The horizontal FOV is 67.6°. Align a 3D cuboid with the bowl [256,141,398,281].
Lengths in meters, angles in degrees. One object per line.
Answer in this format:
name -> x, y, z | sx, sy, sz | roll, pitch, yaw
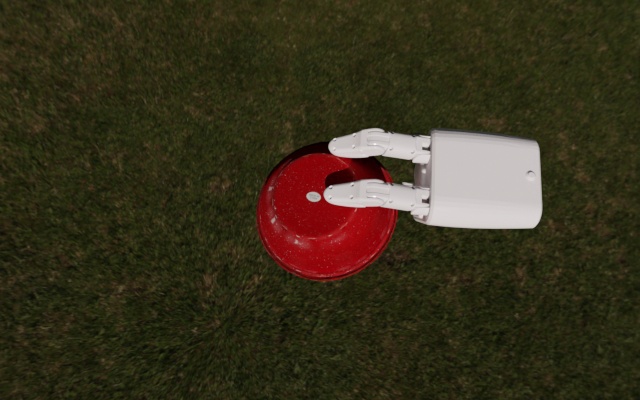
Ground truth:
bowl -> -0.001, 0.002, 0.510 | 0.162, 0.162, 0.055 | 0, -16, 12
